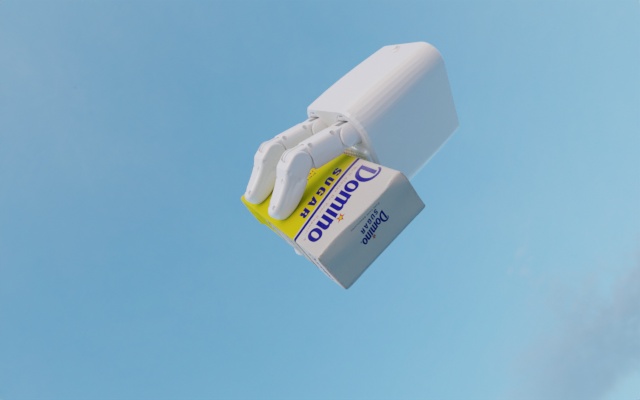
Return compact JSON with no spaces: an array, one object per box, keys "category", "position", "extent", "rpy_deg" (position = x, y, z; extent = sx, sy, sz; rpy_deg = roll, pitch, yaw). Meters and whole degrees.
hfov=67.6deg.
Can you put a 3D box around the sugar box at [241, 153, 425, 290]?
[{"category":"sugar box","position":[0.000,0.001,0.425],"extent":[0.048,0.093,0.176],"rpy_deg":[50,-12,-27]}]
